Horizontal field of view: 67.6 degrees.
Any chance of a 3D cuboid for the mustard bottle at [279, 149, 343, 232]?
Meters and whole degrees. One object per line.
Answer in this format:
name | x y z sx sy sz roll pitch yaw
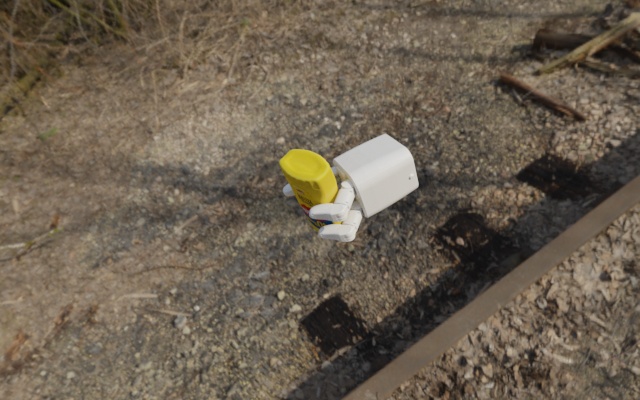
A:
mustard bottle | 0.000 0.003 0.806 0.096 0.058 0.192 26 -26 36
